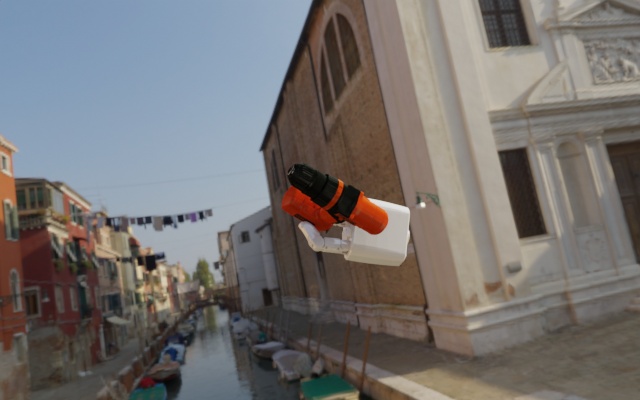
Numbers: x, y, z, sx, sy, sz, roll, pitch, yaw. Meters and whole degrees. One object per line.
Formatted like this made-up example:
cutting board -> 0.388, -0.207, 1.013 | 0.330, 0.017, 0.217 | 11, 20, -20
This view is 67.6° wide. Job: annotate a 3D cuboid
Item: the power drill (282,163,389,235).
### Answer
power drill -> 0.000, 0.003, 0.810 | 0.184, 0.057, 0.187 | 32, -14, -19
